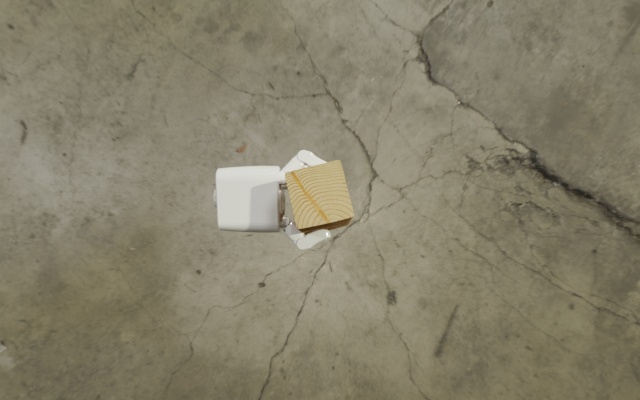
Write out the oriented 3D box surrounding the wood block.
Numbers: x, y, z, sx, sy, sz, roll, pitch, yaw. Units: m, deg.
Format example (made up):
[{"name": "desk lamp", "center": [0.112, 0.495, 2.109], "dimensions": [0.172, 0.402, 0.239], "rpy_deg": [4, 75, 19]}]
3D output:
[{"name": "wood block", "center": [0.000, 0.003, 0.812], "dimensions": [0.090, 0.091, 0.206], "rpy_deg": [-13, -6, 0]}]
